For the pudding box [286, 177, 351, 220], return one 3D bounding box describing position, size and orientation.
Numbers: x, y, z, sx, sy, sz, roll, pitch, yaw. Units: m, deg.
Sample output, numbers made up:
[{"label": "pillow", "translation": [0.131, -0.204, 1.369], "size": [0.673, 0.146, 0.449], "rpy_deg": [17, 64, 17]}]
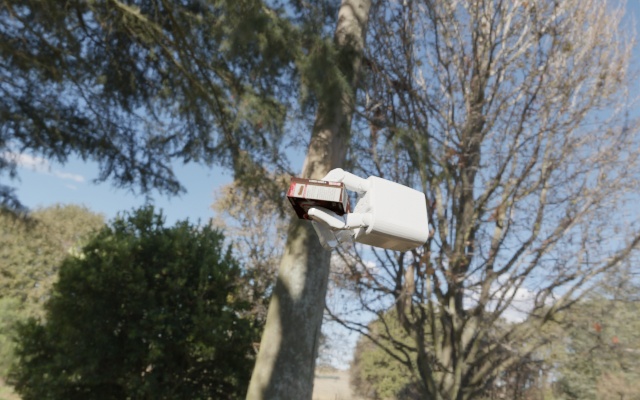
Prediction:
[{"label": "pudding box", "translation": [0.000, 0.002, 0.788], "size": [0.090, 0.039, 0.113], "rpy_deg": [6, -22, 11]}]
